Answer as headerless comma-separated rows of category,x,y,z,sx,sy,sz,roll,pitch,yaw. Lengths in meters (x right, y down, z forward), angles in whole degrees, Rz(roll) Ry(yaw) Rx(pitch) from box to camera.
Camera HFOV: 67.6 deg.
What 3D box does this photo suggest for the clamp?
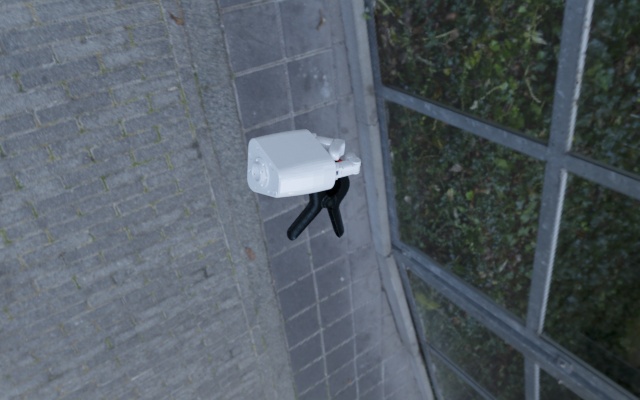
clamp,0.001,0.003,0.860,0.120,0.171,0.039,-13,33,-33
